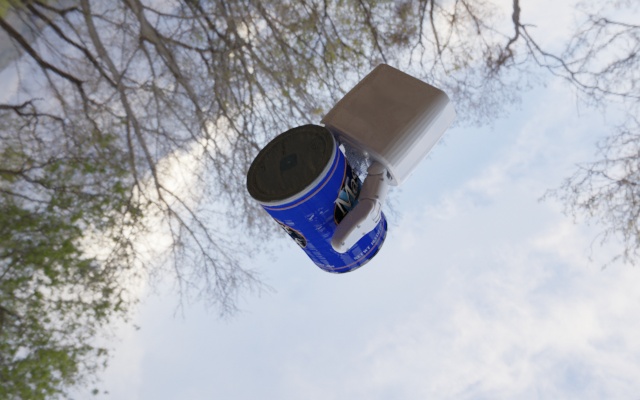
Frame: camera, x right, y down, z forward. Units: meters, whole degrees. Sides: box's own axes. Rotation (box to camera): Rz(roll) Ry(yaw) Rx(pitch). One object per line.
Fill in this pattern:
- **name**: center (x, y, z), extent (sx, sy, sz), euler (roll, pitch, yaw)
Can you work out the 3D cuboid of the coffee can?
- **coffee can**: center (0.000, 0.002, 0.524), extent (0.103, 0.102, 0.140), euler (0, -36, 35)
